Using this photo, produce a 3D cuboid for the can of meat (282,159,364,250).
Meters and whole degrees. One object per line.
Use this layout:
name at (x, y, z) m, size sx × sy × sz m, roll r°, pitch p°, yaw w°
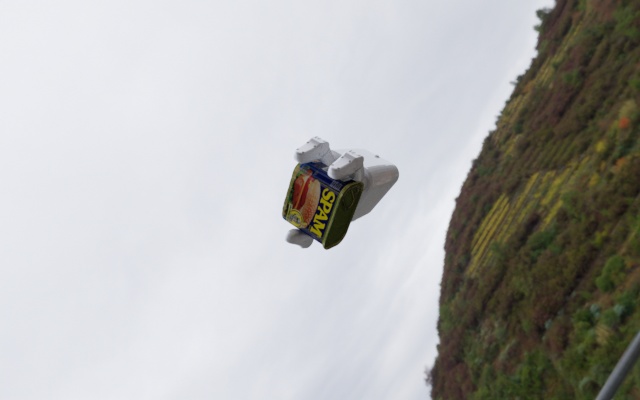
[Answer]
can of meat at (0.000, 0.002, 0.658) m, size 0.084 × 0.102 × 0.057 m, roll 31°, pitch 27°, yaw 26°
